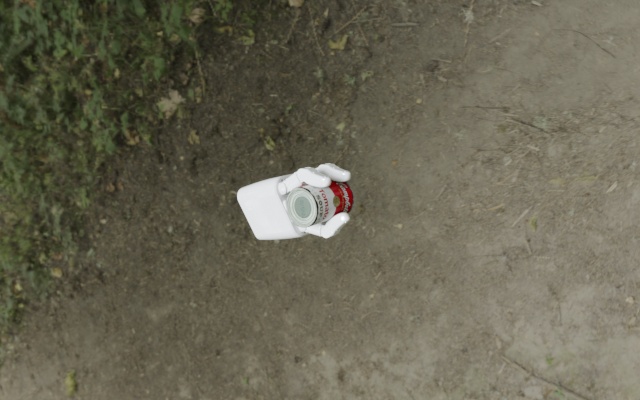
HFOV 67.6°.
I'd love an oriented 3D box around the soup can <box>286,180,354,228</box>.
[{"bbox_3d":[0.000,0.003,0.795,0.068,0.068,0.102,0,10,39],"label":"soup can"}]
